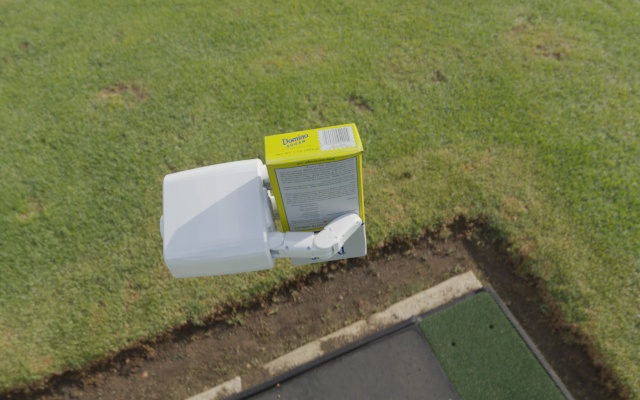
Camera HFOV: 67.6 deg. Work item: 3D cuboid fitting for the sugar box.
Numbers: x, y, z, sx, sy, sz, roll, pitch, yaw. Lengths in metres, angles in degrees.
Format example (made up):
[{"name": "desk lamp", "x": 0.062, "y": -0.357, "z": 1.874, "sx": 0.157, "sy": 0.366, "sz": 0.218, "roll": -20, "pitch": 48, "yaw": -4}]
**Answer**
[{"name": "sugar box", "x": 0.000, "y": 0.001, "z": 0.518, "sx": 0.093, "sy": 0.048, "sz": 0.176, "roll": -8, "pitch": -38, "yaw": 0}]
